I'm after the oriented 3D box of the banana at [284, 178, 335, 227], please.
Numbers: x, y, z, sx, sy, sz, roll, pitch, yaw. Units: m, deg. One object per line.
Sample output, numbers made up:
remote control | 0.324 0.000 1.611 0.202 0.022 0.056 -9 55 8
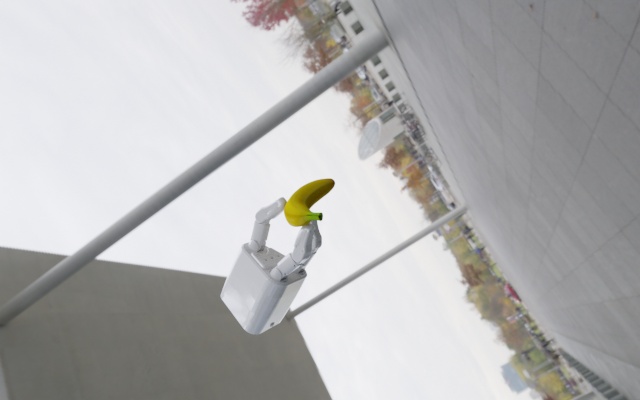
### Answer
banana | -0.019 0.004 0.759 0.069 0.037 0.197 -1 19 7
